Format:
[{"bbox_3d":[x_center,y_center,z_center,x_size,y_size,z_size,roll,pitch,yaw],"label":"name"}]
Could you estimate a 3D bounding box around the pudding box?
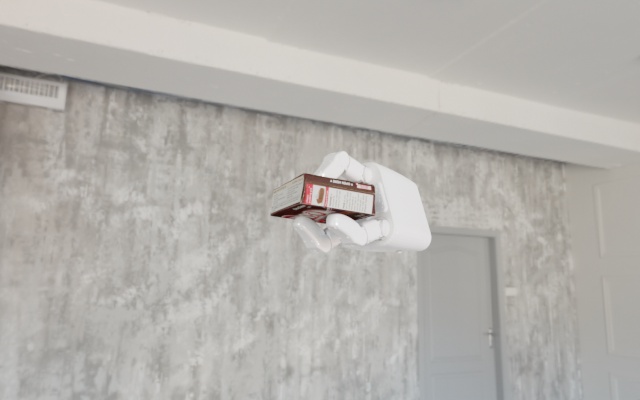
[{"bbox_3d":[0.000,0.002,0.559,0.090,0.039,0.113,8,-13,-21],"label":"pudding box"}]
